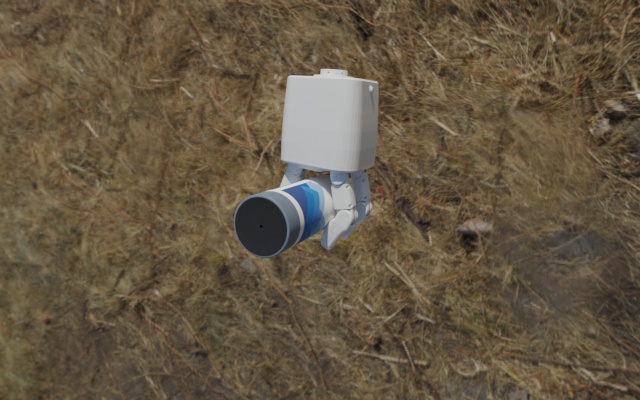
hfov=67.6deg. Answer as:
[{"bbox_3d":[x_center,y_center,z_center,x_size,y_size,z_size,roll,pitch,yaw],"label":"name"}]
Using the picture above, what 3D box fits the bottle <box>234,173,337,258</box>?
[{"bbox_3d":[0.000,0.002,0.616,0.069,0.069,0.295,0,10,25],"label":"bottle"}]
